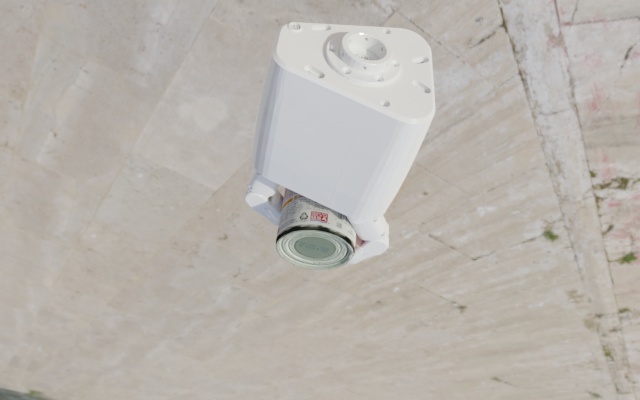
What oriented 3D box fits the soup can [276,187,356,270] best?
[{"bbox_3d":[0.000,0.002,0.424,0.068,0.102,0.069,4,-36,3],"label":"soup can"}]
